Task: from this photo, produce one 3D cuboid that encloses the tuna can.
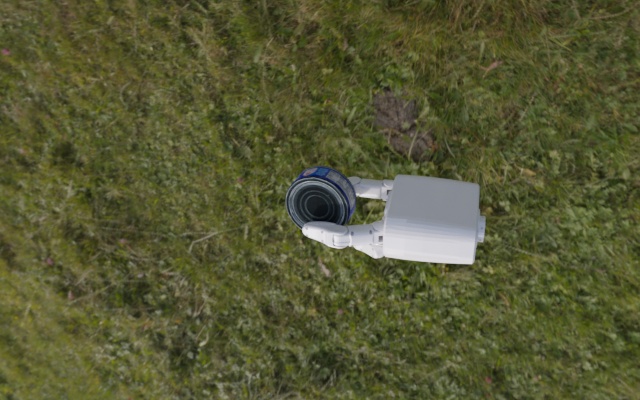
[{"bbox_3d":[0.000,0.002,0.601,0.086,0.086,0.033,0,27,22],"label":"tuna can"}]
